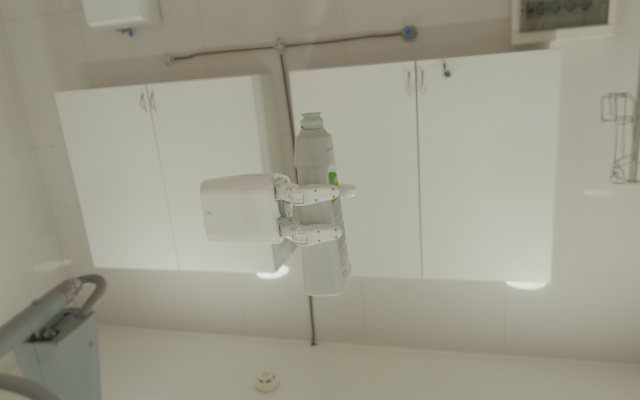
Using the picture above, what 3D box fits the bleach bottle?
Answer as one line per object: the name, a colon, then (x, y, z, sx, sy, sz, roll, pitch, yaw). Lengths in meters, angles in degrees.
bleach bottle: (0.000, 0.002, 0.675, 0.068, 0.251, 0.102, -2, 16, 10)
